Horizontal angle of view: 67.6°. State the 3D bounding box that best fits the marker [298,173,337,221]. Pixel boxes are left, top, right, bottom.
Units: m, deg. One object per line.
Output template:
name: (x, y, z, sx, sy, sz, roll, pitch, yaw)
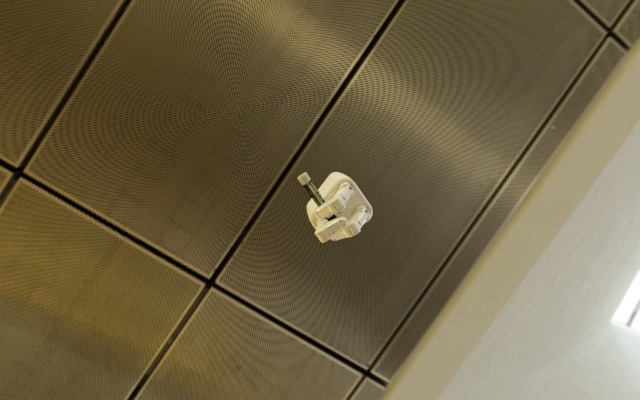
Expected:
marker: (0.000, 0.003, 0.870, 0.020, 0.121, 0.020, -33, 14, 10)
